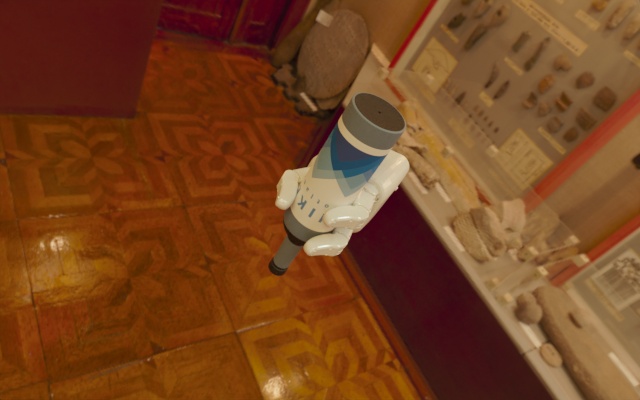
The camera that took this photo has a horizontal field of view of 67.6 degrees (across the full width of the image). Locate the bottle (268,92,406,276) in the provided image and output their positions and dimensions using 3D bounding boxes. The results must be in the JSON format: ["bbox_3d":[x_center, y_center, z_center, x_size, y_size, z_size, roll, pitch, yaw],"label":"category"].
[{"bbox_3d":[0.000,0.002,0.600,0.069,0.069,0.296,0,-41,-35],"label":"bottle"}]
